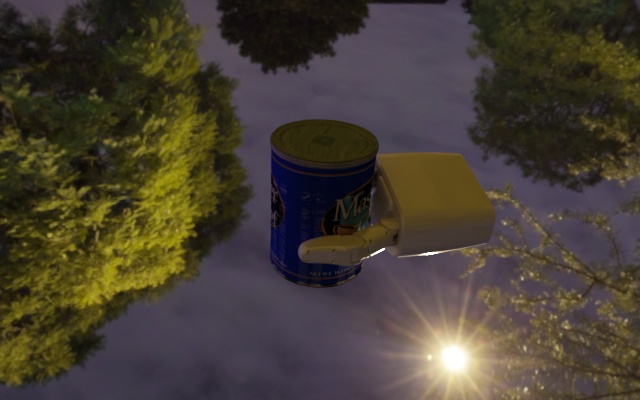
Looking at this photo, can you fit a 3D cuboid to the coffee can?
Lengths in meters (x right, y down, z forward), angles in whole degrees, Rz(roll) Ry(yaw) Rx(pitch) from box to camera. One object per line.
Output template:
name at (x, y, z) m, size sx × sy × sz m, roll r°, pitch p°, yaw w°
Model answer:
coffee can at (0.000, 0.002, 0.485) m, size 0.103 × 0.140 × 0.102 m, roll 3°, pitch 31°, yaw -2°
